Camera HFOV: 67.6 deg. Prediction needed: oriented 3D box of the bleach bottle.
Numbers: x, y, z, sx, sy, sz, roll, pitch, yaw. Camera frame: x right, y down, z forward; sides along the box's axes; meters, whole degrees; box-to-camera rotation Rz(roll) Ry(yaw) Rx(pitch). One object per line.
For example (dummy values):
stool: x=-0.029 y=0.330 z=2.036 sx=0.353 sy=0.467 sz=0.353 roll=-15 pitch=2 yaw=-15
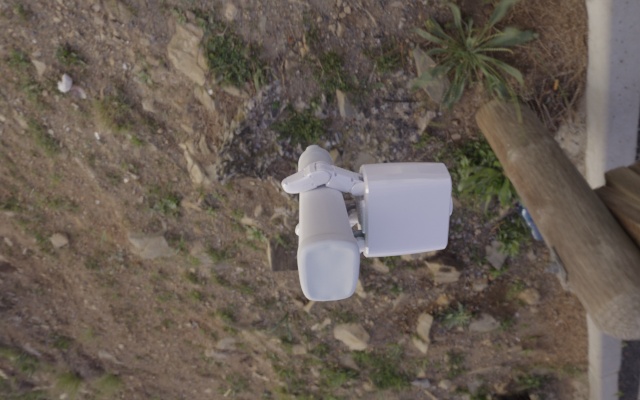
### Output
bleach bottle: x=0.000 y=0.002 z=0.618 sx=0.068 sy=0.103 sz=0.250 roll=-4 pitch=40 yaw=-3
